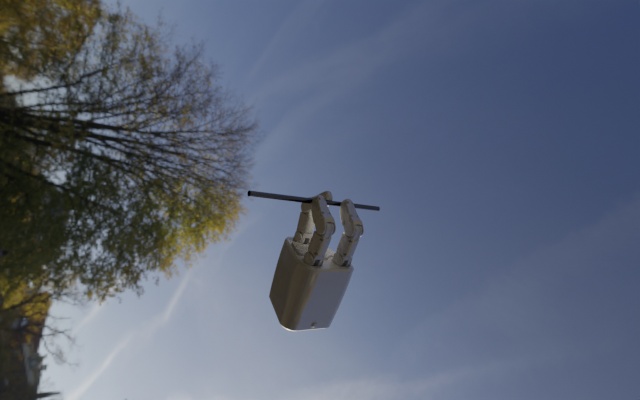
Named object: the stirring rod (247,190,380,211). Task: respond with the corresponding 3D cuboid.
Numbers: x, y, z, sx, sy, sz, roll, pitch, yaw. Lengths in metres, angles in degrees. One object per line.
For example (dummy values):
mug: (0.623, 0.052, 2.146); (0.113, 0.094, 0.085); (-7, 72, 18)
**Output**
stirring rod: (0.000, 0.002, 0.695); (0.239, 0.011, 0.011); (7, -4, -39)
